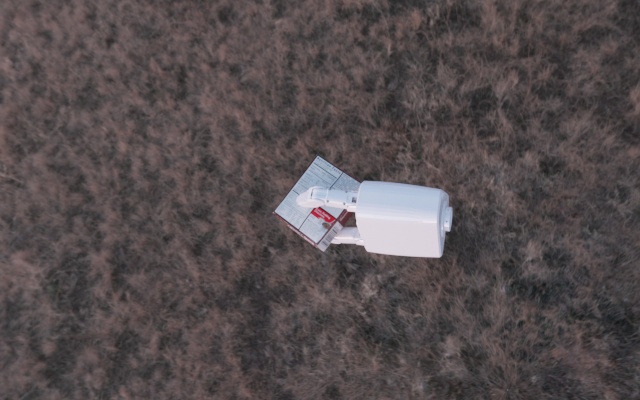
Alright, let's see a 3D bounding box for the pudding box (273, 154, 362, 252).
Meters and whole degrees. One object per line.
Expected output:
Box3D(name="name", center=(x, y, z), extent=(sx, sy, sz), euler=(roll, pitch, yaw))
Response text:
Box3D(name="pudding box", center=(0.000, 0.002, 0.693), extent=(0.090, 0.113, 0.039), euler=(35, -7, 24))
